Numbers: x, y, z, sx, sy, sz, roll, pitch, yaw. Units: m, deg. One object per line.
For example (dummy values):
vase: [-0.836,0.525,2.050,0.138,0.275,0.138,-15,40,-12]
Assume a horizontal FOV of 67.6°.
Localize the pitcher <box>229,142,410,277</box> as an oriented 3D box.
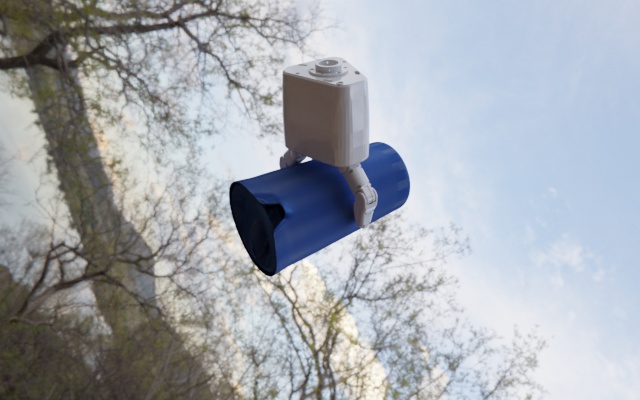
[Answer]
pitcher: [0.000,0.002,0.682,0.243,0.145,0.149,-22,38,-27]
